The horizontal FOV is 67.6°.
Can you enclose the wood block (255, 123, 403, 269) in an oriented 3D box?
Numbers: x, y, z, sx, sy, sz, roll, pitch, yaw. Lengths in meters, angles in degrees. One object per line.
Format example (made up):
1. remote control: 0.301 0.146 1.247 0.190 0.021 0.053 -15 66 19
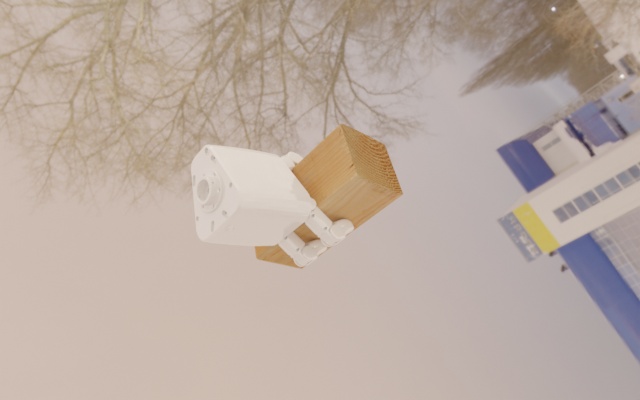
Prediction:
1. wood block: 0.000 0.002 0.662 0.090 0.090 0.206 18 -45 -39
